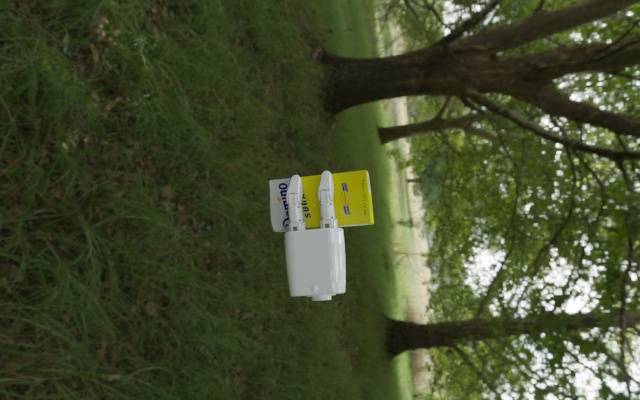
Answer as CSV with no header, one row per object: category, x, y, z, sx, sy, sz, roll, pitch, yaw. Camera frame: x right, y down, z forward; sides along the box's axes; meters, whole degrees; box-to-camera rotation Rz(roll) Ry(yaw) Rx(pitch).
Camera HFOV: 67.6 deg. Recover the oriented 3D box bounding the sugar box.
sugar box,0.000,0.003,0.833,0.176,0.093,0.048,-6,-7,11
